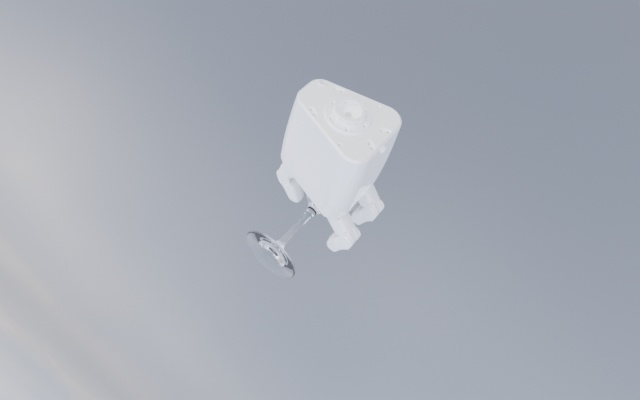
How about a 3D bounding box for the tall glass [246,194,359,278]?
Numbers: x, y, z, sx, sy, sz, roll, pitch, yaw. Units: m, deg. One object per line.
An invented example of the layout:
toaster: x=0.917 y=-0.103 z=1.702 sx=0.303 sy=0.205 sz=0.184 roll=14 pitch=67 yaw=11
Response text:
tall glass: x=0.000 y=0.002 z=0.610 sx=0.079 sy=0.079 sz=0.201 roll=0 pitch=38 yaw=50
